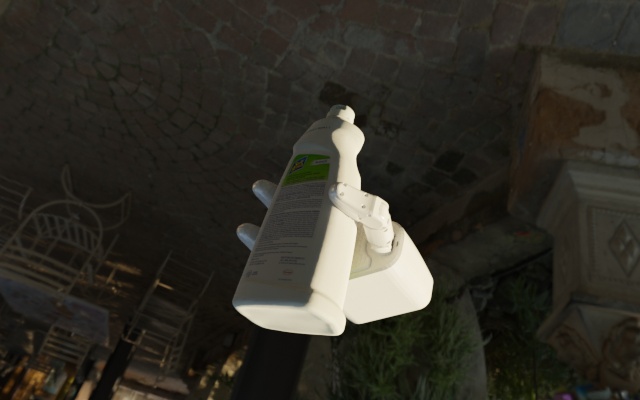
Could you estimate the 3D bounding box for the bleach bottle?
[{"bbox_3d":[0.000,0.002,0.478,0.102,0.250,0.068,-4,-37,31],"label":"bleach bottle"}]
